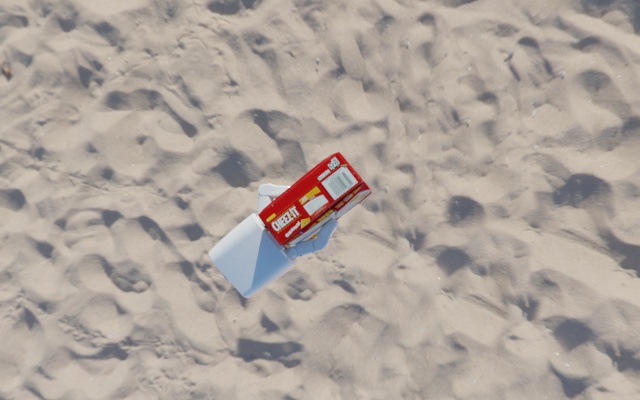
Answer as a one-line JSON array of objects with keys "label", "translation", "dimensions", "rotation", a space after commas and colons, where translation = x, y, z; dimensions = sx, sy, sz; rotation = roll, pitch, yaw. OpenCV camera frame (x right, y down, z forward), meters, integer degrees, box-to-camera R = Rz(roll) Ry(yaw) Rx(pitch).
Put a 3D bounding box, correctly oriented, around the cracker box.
[{"label": "cracker box", "translation": [0.000, 0.003, 0.830], "dimensions": [0.164, 0.072, 0.214], "rotation": [-38, -9, 5]}]
